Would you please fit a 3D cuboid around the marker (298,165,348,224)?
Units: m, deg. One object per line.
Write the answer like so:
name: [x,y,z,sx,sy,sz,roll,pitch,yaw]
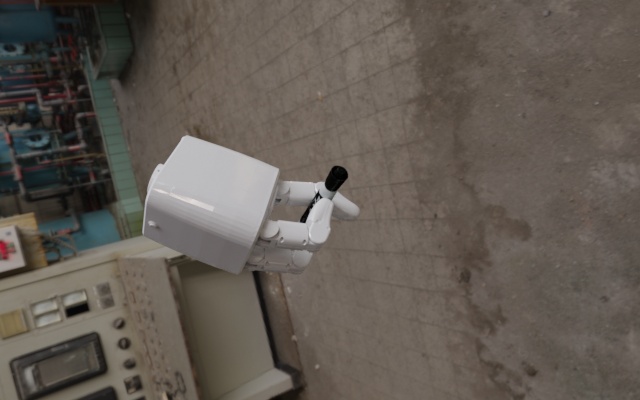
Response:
marker: [0.000,0.002,0.514,0.020,0.020,0.121,0,-32,-23]
